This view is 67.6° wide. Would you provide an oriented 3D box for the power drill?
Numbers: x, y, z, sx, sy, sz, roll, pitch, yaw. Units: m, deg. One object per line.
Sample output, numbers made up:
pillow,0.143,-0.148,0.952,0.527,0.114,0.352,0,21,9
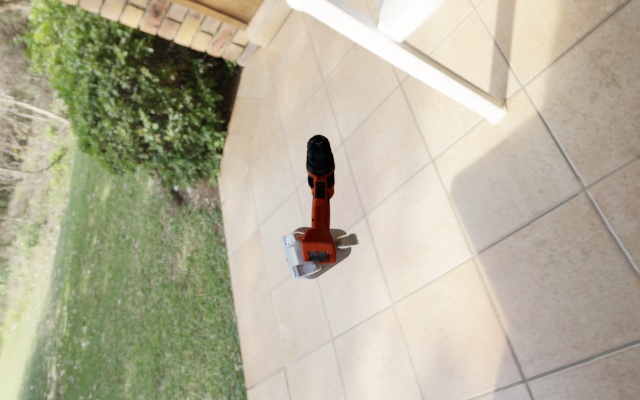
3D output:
power drill,0.000,0.003,0.828,0.057,0.187,0.184,0,-28,6
